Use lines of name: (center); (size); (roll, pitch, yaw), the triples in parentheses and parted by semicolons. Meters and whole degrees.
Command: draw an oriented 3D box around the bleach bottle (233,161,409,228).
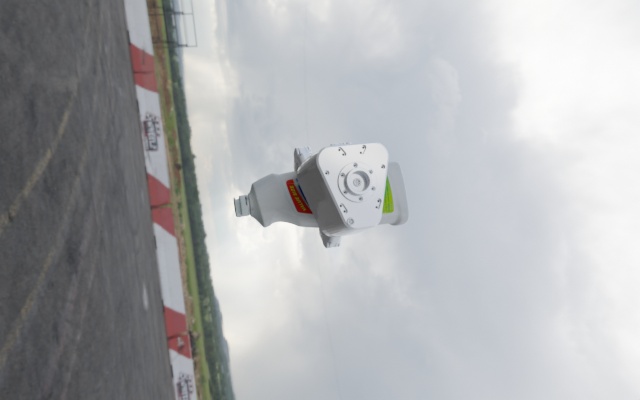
bleach bottle: (0.000, 0.002, 0.708); (0.251, 0.102, 0.068); (-7, -5, -14)
